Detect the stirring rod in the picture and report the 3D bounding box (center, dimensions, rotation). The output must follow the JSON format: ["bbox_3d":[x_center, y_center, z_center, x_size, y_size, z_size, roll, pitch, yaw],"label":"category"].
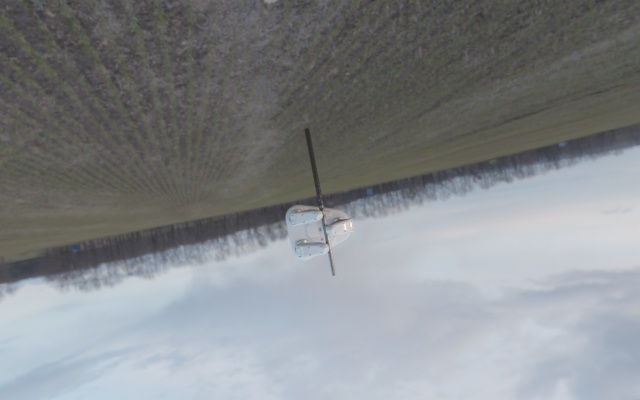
[{"bbox_3d":[0.000,0.002,0.770,0.011,0.239,0.011,-11,0,0],"label":"stirring rod"}]
